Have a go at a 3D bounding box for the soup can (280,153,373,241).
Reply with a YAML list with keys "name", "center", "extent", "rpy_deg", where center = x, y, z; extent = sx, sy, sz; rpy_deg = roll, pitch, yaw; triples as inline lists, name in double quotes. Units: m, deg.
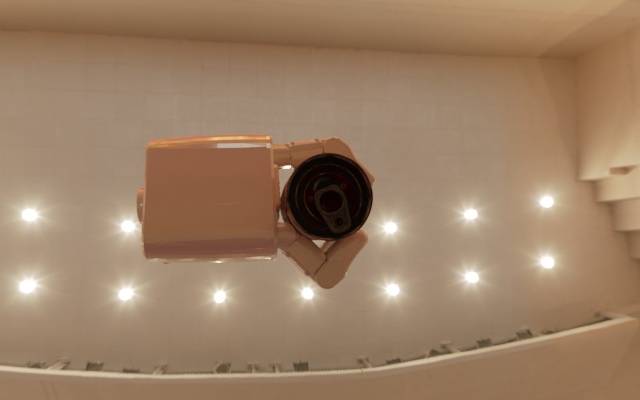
- name: "soup can"
  center: [0.001, 0.001, 0.414]
  extent: [0.068, 0.068, 0.102]
  rpy_deg: [0, -5, -8]
